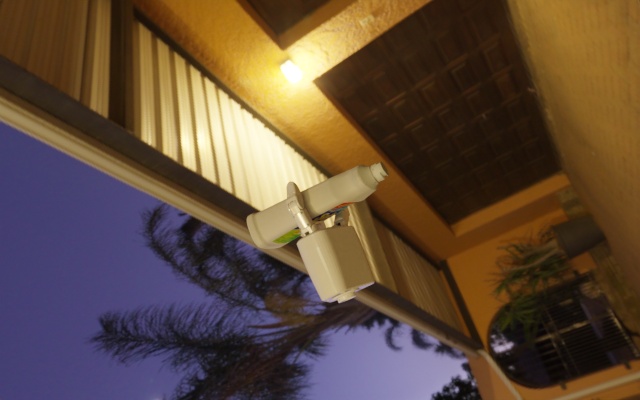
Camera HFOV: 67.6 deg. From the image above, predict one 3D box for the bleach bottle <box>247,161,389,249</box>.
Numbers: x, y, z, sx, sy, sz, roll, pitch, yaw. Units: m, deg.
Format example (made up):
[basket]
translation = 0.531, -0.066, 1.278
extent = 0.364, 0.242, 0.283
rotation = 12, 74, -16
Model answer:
[bleach bottle]
translation = 0.000, 0.003, 0.830
extent = 0.251, 0.068, 0.102
rotation = -29, -16, 20
